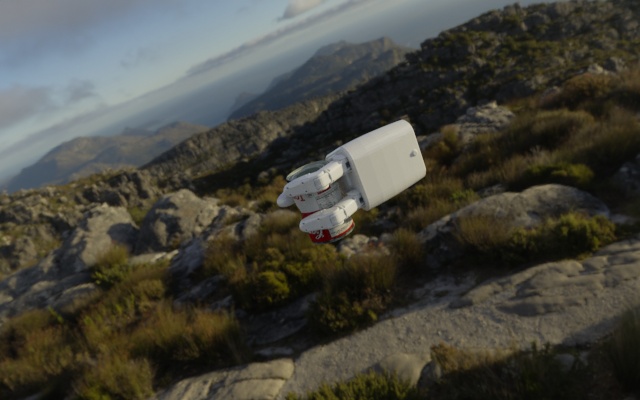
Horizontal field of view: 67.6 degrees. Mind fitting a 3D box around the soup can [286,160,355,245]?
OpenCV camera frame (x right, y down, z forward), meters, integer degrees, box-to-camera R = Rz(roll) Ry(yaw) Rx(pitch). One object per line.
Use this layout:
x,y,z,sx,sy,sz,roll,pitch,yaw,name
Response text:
0.000,0.002,0.682,0.068,0.102,0.068,-20,19,7,soup can
